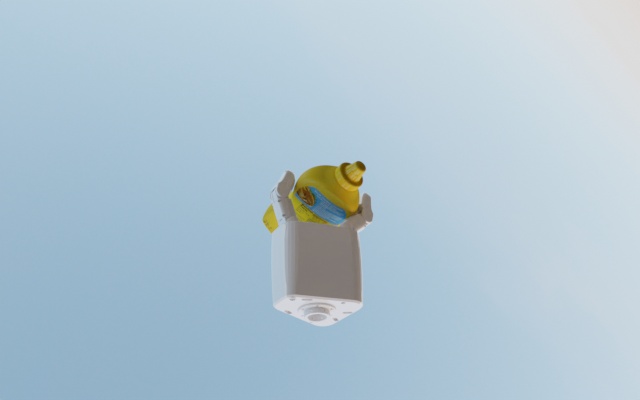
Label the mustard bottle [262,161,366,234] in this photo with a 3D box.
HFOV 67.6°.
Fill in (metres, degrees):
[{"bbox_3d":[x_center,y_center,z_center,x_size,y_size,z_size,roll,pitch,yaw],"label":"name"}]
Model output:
[{"bbox_3d":[0.000,0.002,0.697,0.096,0.058,0.192,38,-48,-12],"label":"mustard bottle"}]
